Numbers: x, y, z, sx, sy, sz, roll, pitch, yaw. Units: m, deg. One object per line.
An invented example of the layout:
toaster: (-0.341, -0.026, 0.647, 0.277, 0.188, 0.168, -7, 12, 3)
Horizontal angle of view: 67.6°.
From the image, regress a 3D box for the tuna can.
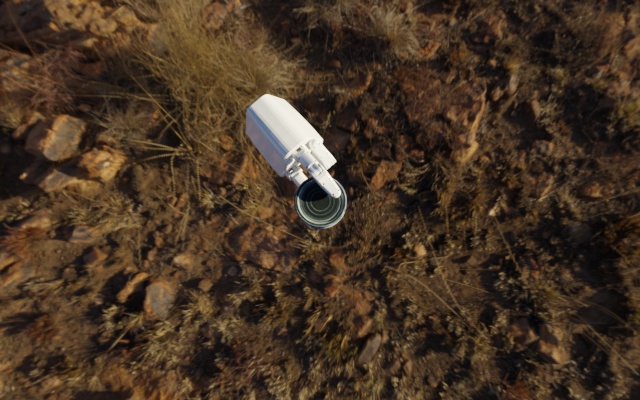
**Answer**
tuna can: (0.000, 0.003, 0.773, 0.086, 0.086, 0.034, 0, -6, 0)
